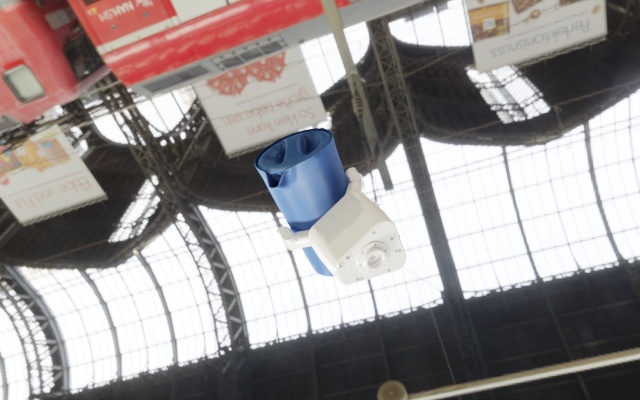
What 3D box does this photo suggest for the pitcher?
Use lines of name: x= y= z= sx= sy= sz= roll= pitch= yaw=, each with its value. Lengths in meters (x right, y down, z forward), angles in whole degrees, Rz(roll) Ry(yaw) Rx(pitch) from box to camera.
pitcher: x=0.000 y=0.003 z=0.820 sx=0.149 sy=0.243 sz=0.145 roll=-28 pitch=29 yaw=-9
